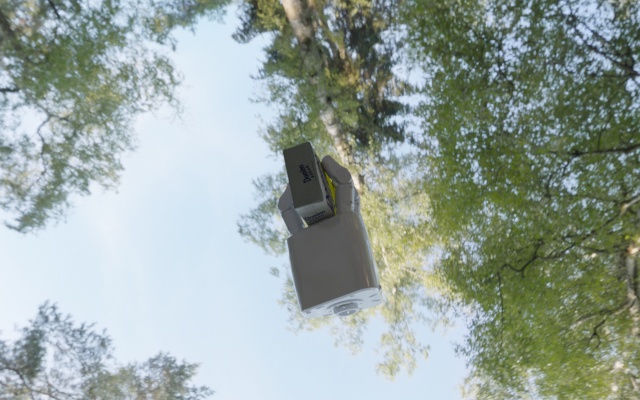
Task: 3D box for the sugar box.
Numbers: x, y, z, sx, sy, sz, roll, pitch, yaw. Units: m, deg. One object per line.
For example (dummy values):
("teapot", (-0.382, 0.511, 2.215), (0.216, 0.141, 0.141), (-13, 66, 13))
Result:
("sugar box", (0.001, 0.002, 0.680), (0.048, 0.093, 0.176), (-16, -28, 6))
